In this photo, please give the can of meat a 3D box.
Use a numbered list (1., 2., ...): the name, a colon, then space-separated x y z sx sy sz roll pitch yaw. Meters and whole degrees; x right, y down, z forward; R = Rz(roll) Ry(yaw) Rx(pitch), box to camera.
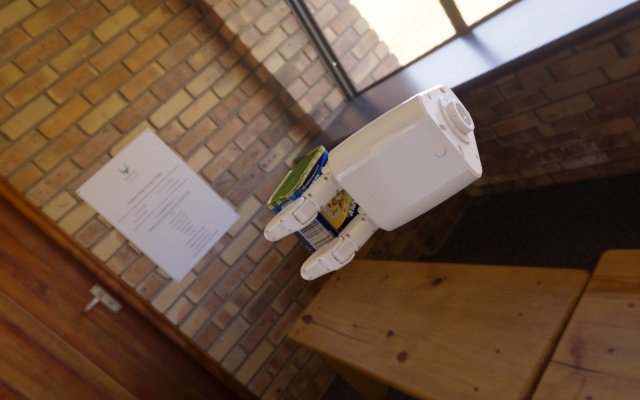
1. can of meat: 0.000 0.001 0.511 0.057 0.084 0.102 -31 19 37
